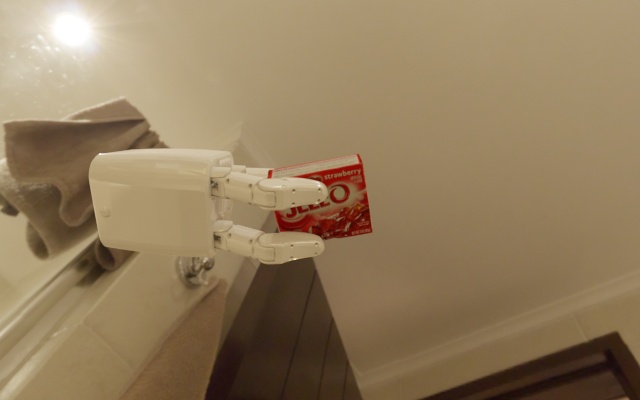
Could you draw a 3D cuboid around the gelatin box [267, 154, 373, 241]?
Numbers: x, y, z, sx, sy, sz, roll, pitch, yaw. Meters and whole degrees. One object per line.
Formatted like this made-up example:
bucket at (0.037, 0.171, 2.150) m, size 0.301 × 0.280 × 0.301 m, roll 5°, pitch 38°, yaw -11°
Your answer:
gelatin box at (0.000, 0.001, 0.449) m, size 0.089 × 0.073 × 0.030 m, roll -10°, pitch 26°, yaw 2°
